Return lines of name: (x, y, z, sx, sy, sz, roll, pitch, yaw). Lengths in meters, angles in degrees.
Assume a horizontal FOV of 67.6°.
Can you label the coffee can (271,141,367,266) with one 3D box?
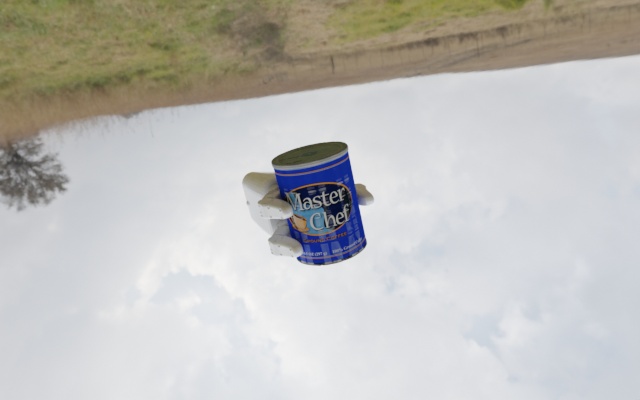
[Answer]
coffee can: (0.000, 0.002, 0.643, 0.103, 0.140, 0.102, -12, 18, 4)
